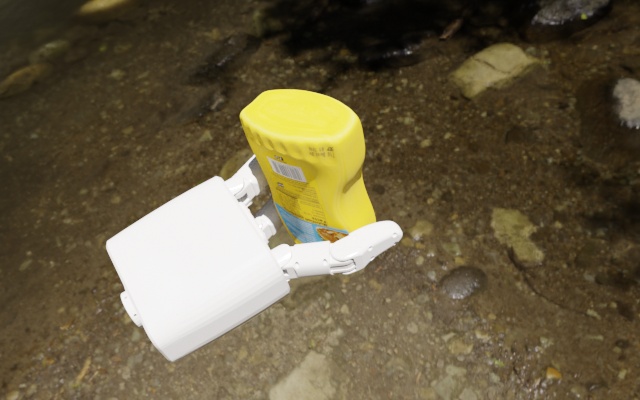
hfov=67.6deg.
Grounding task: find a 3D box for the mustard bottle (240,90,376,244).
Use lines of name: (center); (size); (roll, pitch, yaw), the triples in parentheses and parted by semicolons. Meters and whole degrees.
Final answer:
mustard bottle: (0.000, 0.001, 0.411); (0.096, 0.192, 0.058); (19, 55, 30)
